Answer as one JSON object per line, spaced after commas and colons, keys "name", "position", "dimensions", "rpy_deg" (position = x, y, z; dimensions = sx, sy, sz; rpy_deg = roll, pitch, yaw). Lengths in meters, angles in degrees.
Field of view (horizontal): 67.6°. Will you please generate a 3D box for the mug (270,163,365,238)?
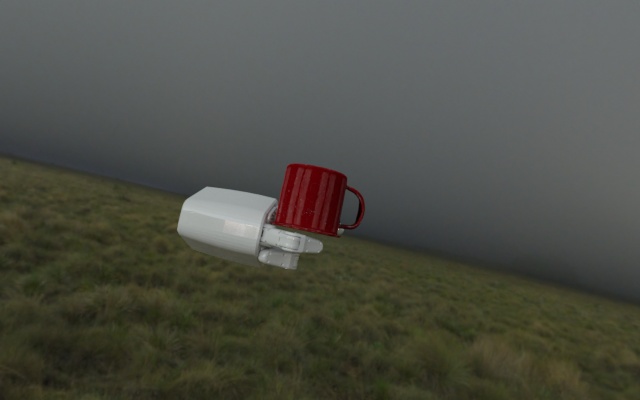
{"name": "mug", "position": [0.002, 0.002, 0.619], "dimensions": [0.117, 0.081, 0.093], "rpy_deg": [12, -4, 2]}
